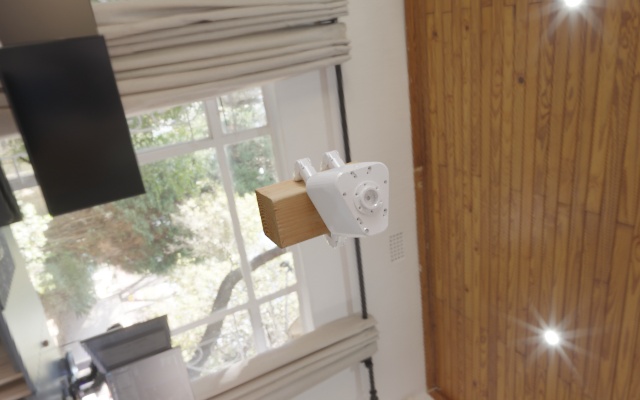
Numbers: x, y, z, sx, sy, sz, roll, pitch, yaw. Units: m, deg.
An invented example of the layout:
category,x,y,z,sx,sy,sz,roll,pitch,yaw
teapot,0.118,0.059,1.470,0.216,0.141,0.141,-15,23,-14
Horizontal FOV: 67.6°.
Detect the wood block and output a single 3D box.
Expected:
category,x,y,z,sx,sy,sz,roll,pitch,yaw
wood block,0.000,0.003,0.849,0.206,0.091,0.090,-17,19,-23
